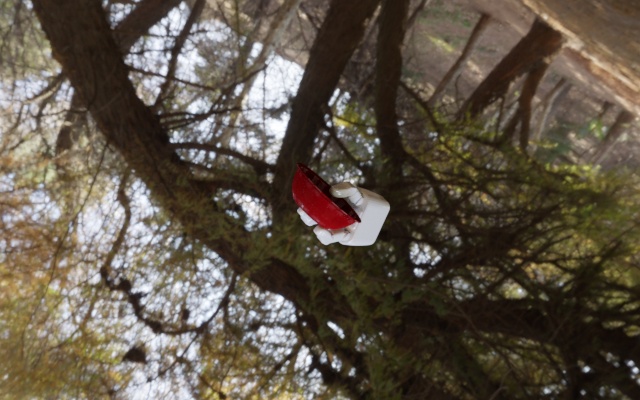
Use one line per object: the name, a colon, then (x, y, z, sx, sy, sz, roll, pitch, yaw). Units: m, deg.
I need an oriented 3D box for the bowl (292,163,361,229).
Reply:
bowl: (-0.001, 0.003, 0.889, 0.162, 0.055, 0.162, 43, 8, -7)
